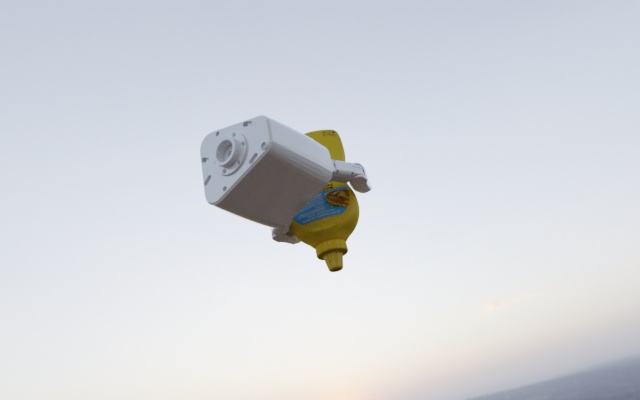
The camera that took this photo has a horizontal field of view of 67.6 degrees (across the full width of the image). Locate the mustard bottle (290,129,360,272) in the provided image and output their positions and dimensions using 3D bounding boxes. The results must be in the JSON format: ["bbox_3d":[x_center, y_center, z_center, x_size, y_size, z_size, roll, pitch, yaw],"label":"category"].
[{"bbox_3d":[0.000,0.002,0.632,0.096,0.191,0.058,-16,-27,6],"label":"mustard bottle"}]
